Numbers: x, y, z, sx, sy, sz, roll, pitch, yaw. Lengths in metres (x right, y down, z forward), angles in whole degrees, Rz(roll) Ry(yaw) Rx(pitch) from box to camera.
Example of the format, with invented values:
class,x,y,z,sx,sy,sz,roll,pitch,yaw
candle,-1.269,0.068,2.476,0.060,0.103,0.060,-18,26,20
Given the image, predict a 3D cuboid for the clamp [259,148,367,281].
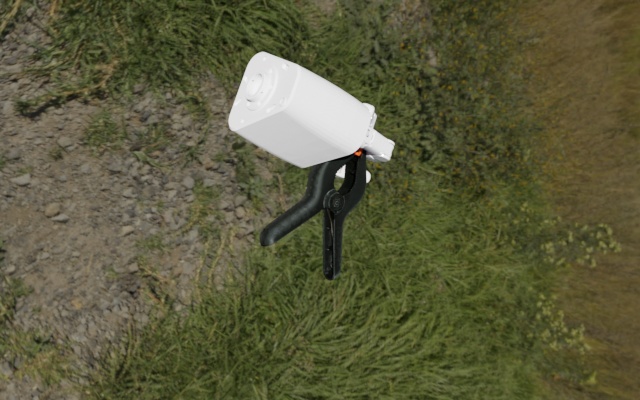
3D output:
class,x,y,z,sx,sy,sz,roll,pitch,yaw
clamp,0.001,0.002,0.564,0.120,0.171,0.039,23,-8,-41
